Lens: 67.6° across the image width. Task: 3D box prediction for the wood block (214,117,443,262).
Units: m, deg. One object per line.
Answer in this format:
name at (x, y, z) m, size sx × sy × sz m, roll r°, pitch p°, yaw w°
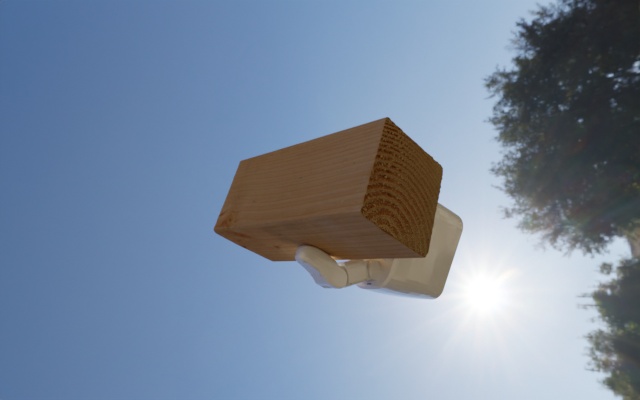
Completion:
wood block at (0.000, 0.002, 0.461) m, size 0.206 × 0.090 × 0.090 m, roll -10°, pitch -34°, yaw 46°
